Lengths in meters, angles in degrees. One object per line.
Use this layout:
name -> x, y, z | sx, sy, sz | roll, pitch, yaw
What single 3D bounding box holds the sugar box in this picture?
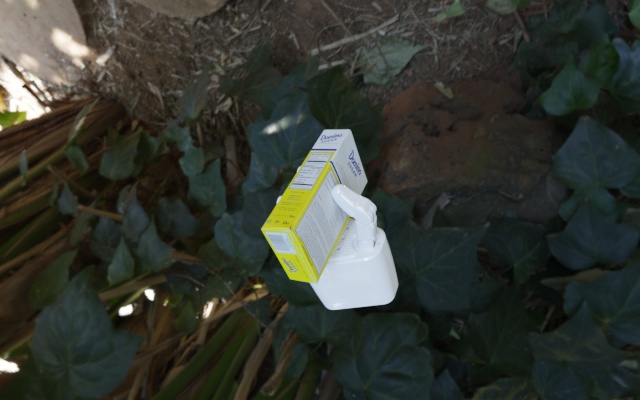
sugar box -> 0.000, 0.002, 0.583 | 0.048, 0.093, 0.176 | 2, 45, 28
